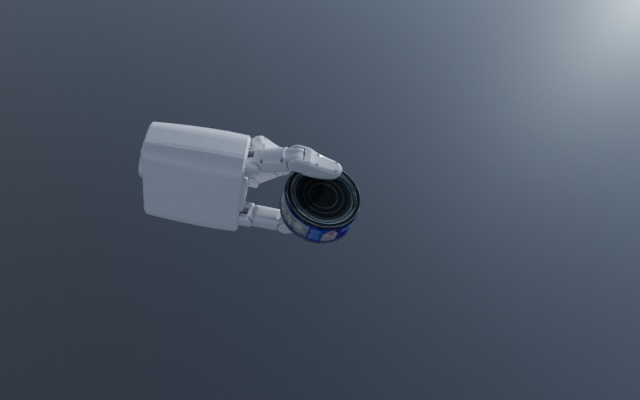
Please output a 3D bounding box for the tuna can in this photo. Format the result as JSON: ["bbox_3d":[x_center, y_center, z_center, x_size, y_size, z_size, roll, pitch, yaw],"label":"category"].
[{"bbox_3d":[0.000,0.001,0.521,0.086,0.086,0.034,0,-32,-17],"label":"tuna can"}]
